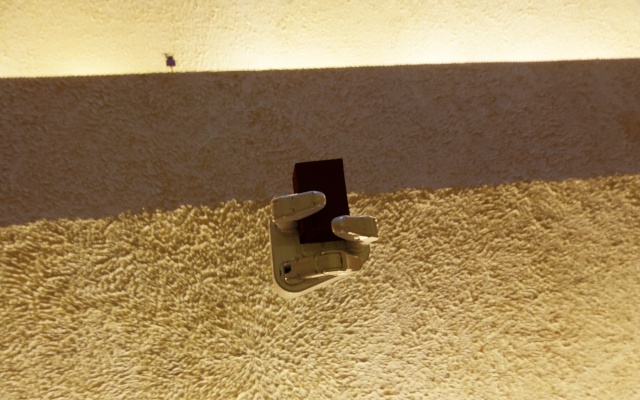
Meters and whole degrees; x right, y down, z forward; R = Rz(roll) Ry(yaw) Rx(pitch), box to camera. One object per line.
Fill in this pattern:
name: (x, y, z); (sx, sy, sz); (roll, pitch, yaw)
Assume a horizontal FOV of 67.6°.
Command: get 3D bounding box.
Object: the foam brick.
foam brick: (0.000, 0.001, 0.511); (0.053, 0.078, 0.051); (-4, -17, -8)
